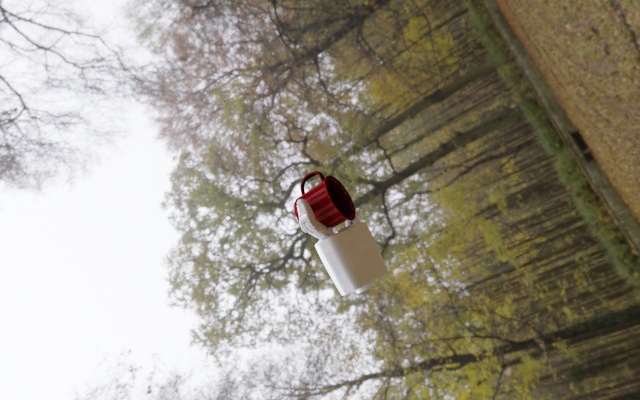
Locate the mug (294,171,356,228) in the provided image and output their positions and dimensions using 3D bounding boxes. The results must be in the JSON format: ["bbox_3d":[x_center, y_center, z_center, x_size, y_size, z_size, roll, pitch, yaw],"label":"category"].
[{"bbox_3d":[-0.001,0.002,0.882,0.081,0.117,0.093,-31,-11,23],"label":"mug"}]
